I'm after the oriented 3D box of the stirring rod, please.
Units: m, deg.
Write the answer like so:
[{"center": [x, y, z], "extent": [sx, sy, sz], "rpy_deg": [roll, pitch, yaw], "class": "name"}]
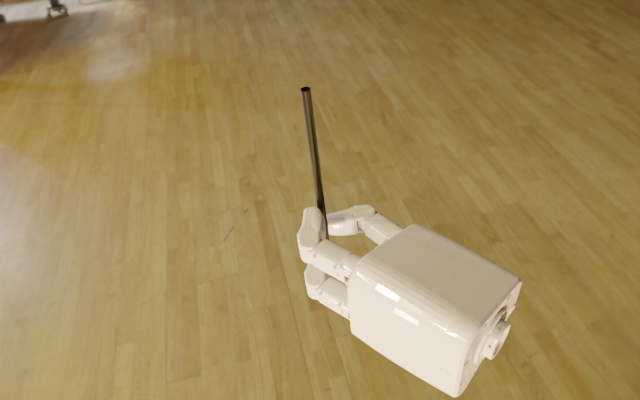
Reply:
[{"center": [0.000, 0.002, 0.454], "extent": [0.011, 0.240, 0.011], "rpy_deg": [-4, 42, 4], "class": "stirring rod"}]
